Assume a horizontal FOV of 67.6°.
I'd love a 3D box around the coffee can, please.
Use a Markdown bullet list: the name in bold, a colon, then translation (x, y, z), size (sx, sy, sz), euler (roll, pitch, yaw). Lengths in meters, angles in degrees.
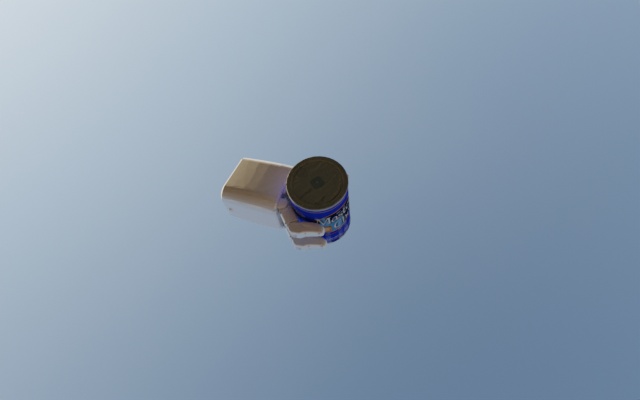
- **coffee can**: translation (0.000, 0.003, 0.839), size (0.103, 0.102, 0.140), euler (0, -28, 5)
